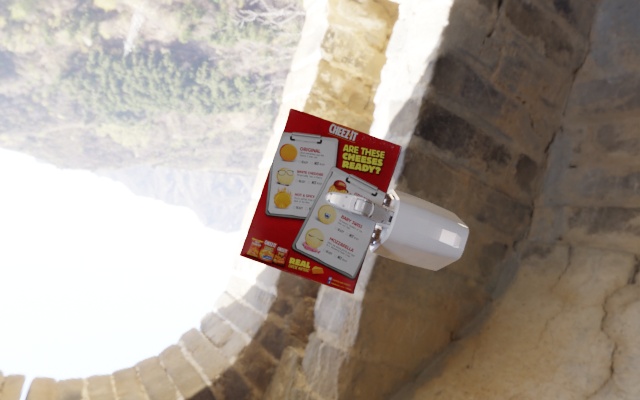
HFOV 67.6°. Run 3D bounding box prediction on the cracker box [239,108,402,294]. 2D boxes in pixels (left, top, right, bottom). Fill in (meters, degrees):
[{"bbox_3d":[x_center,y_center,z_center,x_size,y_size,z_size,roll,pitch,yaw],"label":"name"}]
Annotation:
[{"bbox_3d":[0.000,0.002,0.671,0.164,0.213,0.072,19,-5,-3],"label":"cracker box"}]
